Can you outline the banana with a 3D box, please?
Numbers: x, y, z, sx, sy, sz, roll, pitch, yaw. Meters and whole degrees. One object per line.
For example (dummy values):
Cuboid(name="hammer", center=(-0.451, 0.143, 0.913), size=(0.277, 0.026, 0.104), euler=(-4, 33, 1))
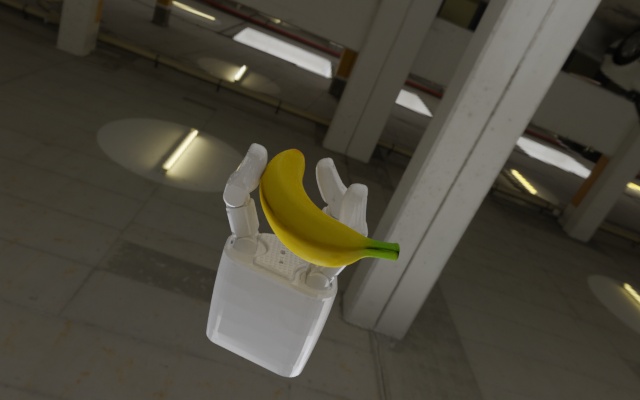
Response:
Cuboid(name="banana", center=(-0.015, 0.002, 0.392), size=(0.069, 0.037, 0.197), euler=(2, 26, -27))
